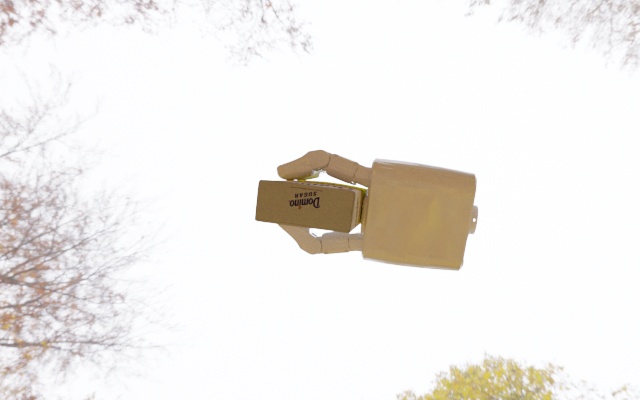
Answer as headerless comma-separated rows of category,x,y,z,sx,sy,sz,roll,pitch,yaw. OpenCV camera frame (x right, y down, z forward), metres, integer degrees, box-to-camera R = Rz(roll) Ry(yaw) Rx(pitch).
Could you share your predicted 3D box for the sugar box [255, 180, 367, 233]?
sugar box,0.000,0.001,0.516,0.093,0.048,0.176,7,1,9
